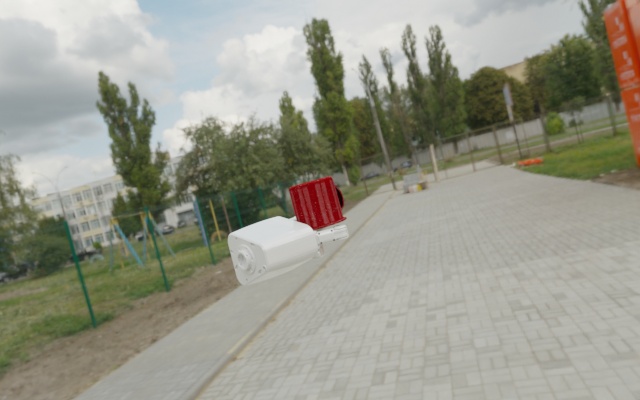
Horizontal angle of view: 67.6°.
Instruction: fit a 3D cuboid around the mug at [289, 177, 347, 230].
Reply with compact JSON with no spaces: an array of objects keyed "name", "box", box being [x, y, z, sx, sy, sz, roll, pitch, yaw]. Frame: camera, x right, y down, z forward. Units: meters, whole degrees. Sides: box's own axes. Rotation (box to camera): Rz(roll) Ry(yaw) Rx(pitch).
[{"name":"mug","box":[0.001,0.002,0.861,0.117,0.081,0.093,-18,4,-43]}]
